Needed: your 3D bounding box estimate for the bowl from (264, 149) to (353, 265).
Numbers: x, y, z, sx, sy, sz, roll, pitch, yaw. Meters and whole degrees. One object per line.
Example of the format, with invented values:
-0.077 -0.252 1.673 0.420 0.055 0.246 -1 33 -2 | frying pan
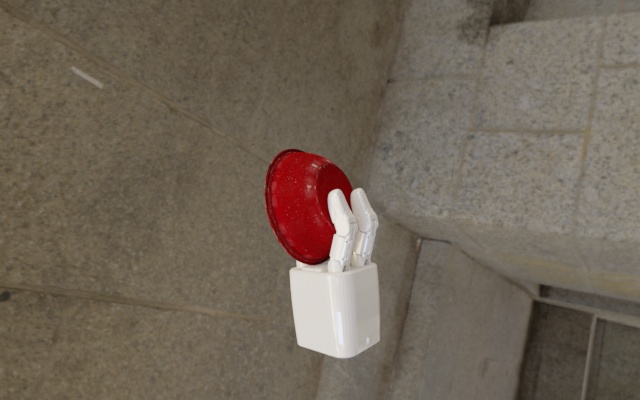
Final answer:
0.000 0.001 0.631 0.055 0.162 0.162 -16 -9 34 | bowl
